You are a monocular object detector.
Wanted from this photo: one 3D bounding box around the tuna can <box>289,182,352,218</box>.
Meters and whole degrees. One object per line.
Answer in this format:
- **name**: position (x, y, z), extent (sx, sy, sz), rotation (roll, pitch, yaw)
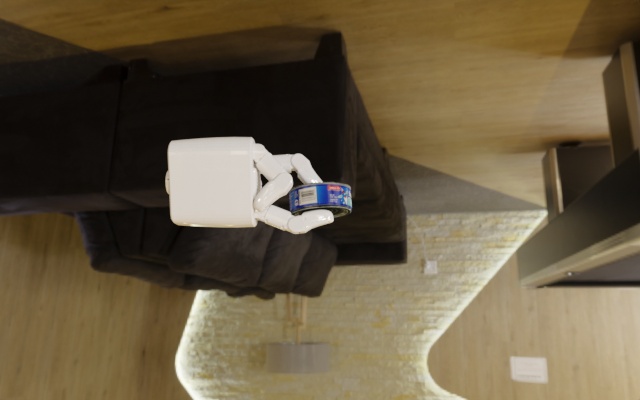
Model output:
- **tuna can**: position (0.000, 0.003, 0.653), extent (0.086, 0.033, 0.086), rotation (-4, -14, -1)
